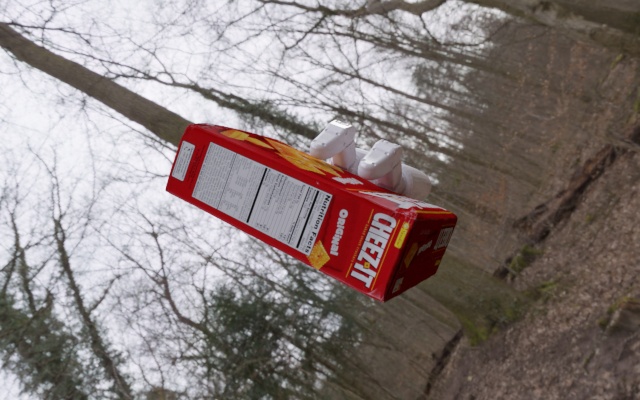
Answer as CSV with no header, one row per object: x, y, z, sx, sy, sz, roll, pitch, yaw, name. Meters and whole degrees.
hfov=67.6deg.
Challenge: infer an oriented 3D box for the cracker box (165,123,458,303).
0.000,0.002,0.431,0.213,0.072,0.164,24,9,24,cracker box
